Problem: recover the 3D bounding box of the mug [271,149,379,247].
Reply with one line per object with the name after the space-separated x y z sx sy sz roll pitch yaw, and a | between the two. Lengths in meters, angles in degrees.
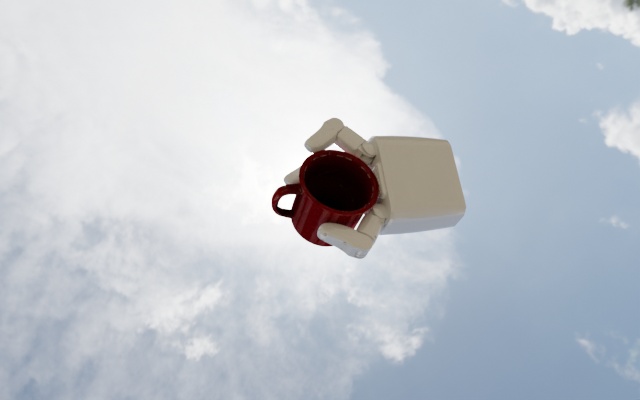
-0.001 0.002 0.557 0.117 0.093 0.081 -3 -35 -20 | mug
